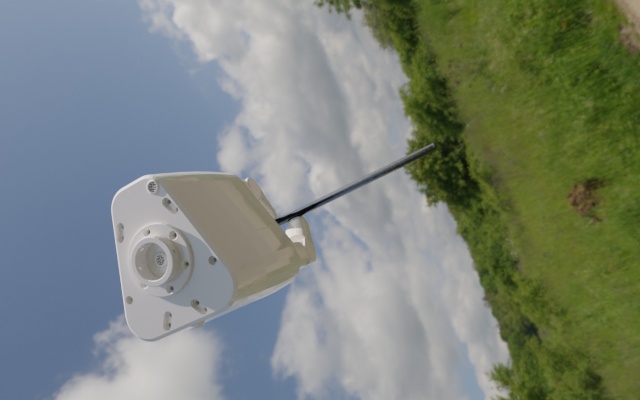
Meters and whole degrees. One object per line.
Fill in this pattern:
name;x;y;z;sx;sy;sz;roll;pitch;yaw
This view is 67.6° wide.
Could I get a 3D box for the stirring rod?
stirring rod;0.000;0.001;0.466;0.239;0.011;0.011;-26;-8;17
